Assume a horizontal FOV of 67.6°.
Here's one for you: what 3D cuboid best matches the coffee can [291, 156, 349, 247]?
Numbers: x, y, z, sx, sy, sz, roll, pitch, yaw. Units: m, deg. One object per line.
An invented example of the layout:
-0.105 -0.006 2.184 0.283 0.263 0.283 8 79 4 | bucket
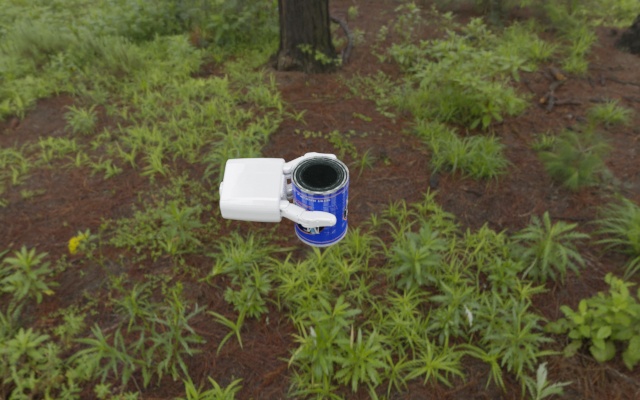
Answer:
0.000 0.003 0.885 0.103 0.102 0.140 -1 -45 1 | coffee can
